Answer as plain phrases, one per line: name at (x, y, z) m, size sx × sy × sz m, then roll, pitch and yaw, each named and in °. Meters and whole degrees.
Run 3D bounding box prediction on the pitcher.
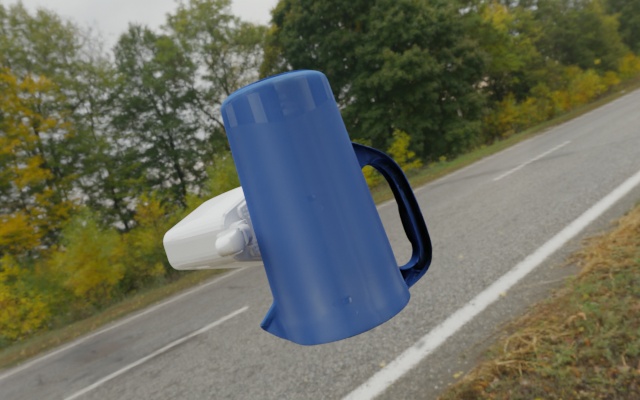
pitcher at (0.000, 0.002, 0.471) m, size 0.145 × 0.243 × 0.149 m, roll -15°, pitch 5°, yaw 35°
